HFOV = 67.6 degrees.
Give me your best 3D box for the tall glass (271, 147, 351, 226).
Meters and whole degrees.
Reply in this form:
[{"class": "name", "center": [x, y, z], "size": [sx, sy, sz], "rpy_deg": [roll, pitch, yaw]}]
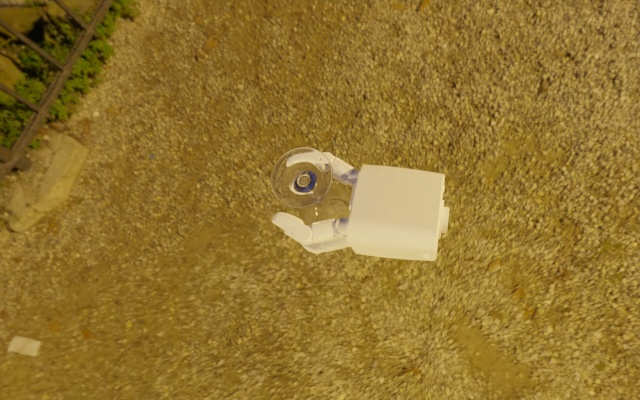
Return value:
[{"class": "tall glass", "center": [0.000, 0.002, 0.639], "size": [0.079, 0.079, 0.201], "rpy_deg": [0, -17, 13]}]
